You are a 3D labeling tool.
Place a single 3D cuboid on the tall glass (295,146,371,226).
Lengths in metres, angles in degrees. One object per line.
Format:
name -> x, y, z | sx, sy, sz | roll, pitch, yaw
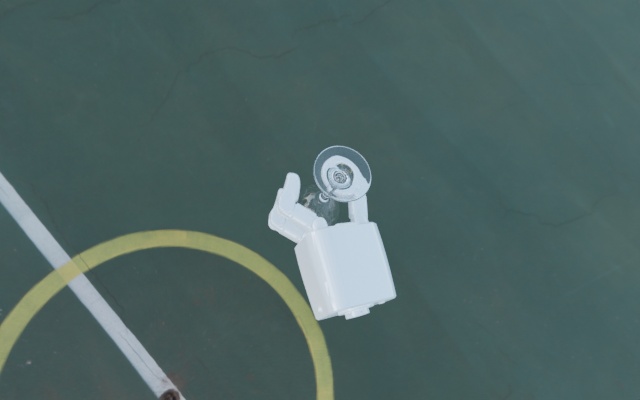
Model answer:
tall glass -> 0.000, 0.002, 0.667 | 0.079, 0.079, 0.201 | 0, -20, -17
